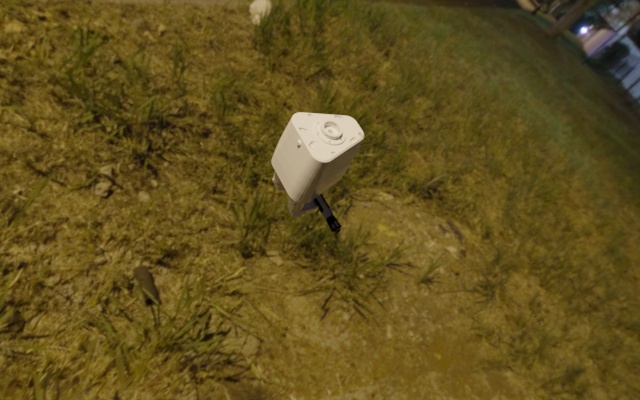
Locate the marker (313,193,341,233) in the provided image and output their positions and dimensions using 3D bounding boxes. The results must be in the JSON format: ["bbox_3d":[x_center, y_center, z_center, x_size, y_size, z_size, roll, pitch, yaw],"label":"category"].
[{"bbox_3d":[0.000,0.003,0.804,0.020,0.121,0.020,-27,-20,-11],"label":"marker"}]
